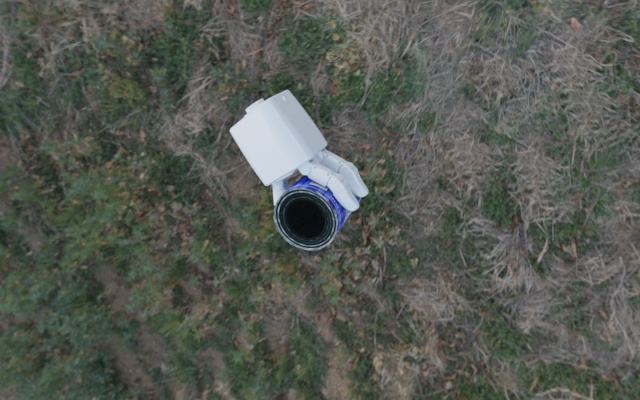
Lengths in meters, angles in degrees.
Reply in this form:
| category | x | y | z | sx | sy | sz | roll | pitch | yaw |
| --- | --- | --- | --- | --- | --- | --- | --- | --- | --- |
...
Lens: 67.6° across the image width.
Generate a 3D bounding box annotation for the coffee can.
| category | x | y | z | sx | sy | sz | roll | pitch | yaw |
| --- | --- | --- | --- | --- | --- | --- | --- | --- | --- |
| coffee can | 0.000 | 0.003 | 0.766 | 0.103 | 0.103 | 0.140 | 0 | 23 | 21 |
